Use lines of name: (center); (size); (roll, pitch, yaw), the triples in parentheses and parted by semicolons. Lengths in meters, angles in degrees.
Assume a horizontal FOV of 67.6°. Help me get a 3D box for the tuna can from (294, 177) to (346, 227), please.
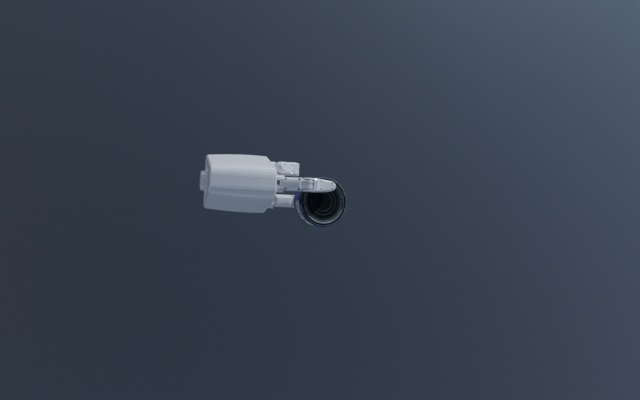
tuna can: (0.000, 0.003, 0.816); (0.086, 0.086, 0.034); (0, -2, -21)
